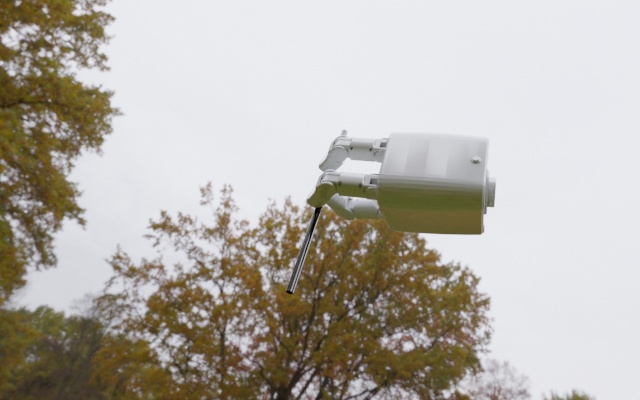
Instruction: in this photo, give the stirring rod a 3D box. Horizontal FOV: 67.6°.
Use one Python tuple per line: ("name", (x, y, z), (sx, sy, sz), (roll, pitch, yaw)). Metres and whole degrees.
("stirring rod", (0.000, 0.002, 0.560), (0.011, 0.239, 0.011), (12, -36, 9))
